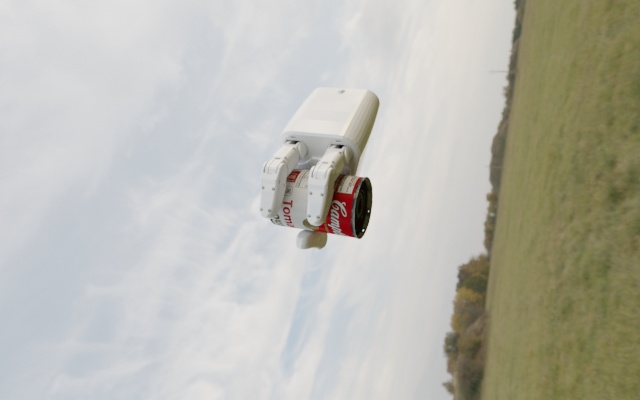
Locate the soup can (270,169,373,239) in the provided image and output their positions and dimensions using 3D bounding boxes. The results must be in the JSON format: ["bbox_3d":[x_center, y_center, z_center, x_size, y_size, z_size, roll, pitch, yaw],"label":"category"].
[{"bbox_3d":[0.000,0.002,0.532,0.102,0.068,0.068,8,3,20],"label":"soup can"}]
